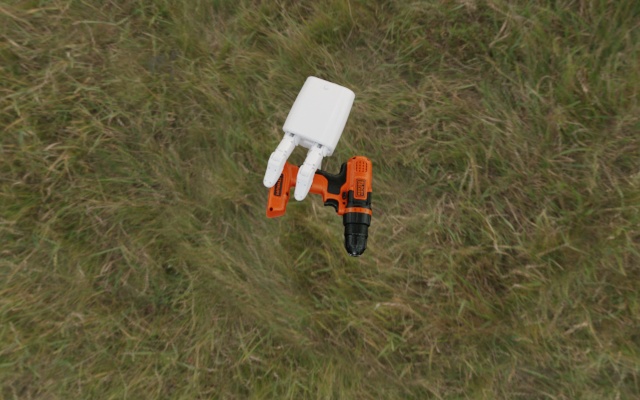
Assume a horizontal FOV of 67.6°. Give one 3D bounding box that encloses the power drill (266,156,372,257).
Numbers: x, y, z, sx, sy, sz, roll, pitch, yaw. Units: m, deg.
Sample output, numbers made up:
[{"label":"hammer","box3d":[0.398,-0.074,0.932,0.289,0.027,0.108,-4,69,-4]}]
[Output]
[{"label":"power drill","box3d":[0.000,0.002,0.854,0.187,0.184,0.057,7,-18,-7]}]
